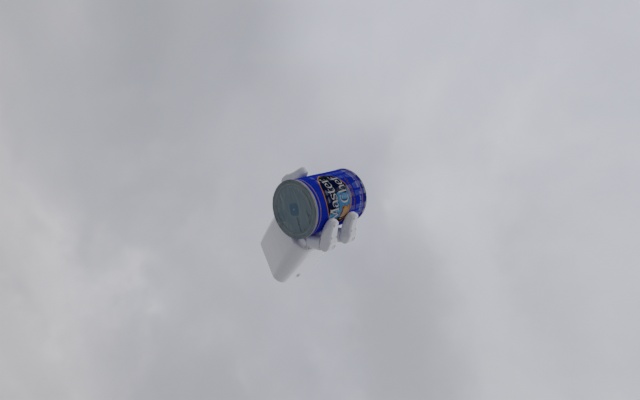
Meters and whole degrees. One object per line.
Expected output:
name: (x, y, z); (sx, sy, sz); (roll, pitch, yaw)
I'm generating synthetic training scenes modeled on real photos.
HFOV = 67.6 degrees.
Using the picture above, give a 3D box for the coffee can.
coffee can: (0.000, 0.003, 0.850); (0.103, 0.103, 0.140); (0, 11, 42)
